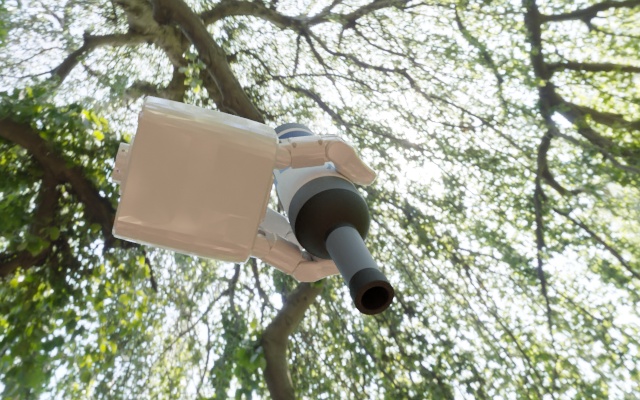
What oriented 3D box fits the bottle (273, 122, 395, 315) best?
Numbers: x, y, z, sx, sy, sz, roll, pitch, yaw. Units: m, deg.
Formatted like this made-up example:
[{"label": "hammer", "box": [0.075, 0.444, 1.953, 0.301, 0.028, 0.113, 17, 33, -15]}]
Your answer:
[{"label": "bottle", "box": [0.000, 0.001, 0.434, 0.069, 0.069, 0.295, 0, 25, -15]}]
